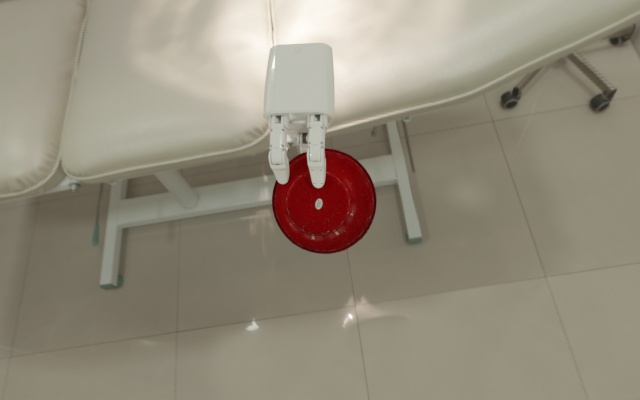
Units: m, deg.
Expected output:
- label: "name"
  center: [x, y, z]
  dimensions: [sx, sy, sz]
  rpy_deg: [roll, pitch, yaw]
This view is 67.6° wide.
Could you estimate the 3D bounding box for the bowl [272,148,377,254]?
- label: "bowl"
  center: [0.000, 0.004, 0.702]
  dimensions: [0.162, 0.162, 0.055]
  rpy_deg: [0, 3, 10]
